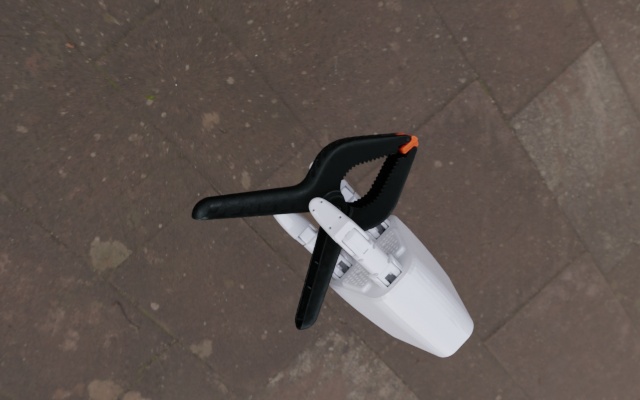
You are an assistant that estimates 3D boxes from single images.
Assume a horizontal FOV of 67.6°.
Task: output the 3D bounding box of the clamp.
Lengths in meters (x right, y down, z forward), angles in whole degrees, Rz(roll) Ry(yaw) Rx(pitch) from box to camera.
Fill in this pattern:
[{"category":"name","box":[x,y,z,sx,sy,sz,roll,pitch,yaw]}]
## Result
[{"category":"clamp","box":[0.001,0.001,0.443,0.165,0.210,0.036,44,-2,-24]}]
